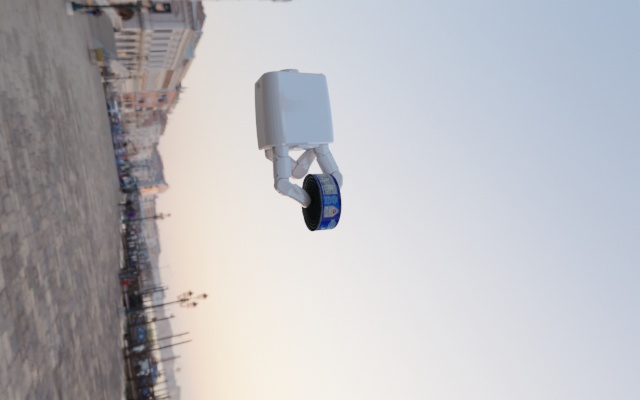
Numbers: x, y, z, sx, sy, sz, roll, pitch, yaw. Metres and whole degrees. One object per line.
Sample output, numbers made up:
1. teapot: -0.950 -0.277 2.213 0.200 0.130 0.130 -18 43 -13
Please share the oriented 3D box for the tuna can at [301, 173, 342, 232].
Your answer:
1. tuna can: 0.001 0.002 0.708 0.034 0.086 0.086 -3 1 -21
